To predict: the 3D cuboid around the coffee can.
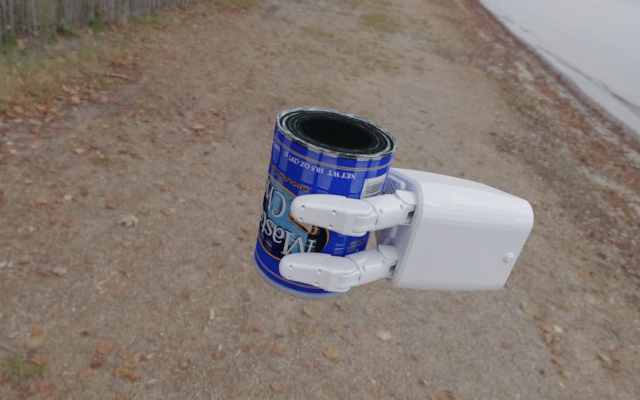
[{"bbox_3d":[0.000,0.001,0.425,0.103,0.140,0.102,10,28,-5],"label":"coffee can"}]
